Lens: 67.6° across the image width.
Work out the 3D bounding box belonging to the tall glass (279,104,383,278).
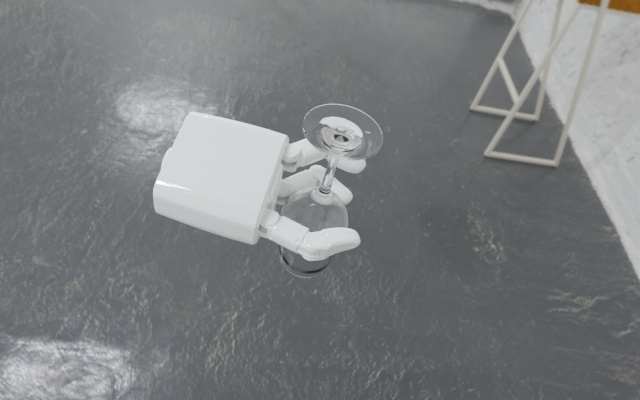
[{"bbox_3d":[0.000,0.001,0.498,0.079,0.079,0.201,0,-40,-15],"label":"tall glass"}]
